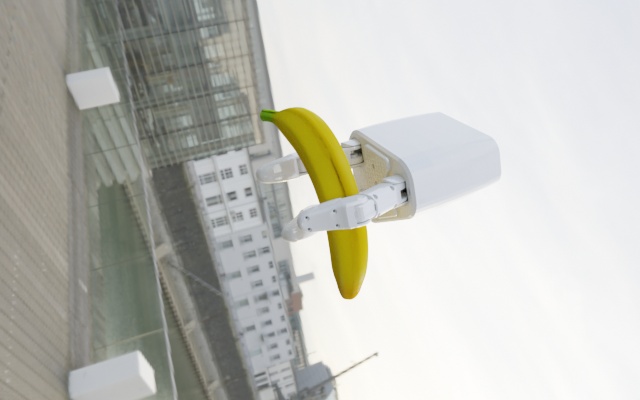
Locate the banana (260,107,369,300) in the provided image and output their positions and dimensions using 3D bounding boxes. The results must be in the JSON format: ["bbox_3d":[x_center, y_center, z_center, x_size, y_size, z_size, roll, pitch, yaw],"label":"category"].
[{"bbox_3d":[0.007,-0.006,0.430,0.037,0.198,0.070,-21,-3,-29],"label":"banana"}]
